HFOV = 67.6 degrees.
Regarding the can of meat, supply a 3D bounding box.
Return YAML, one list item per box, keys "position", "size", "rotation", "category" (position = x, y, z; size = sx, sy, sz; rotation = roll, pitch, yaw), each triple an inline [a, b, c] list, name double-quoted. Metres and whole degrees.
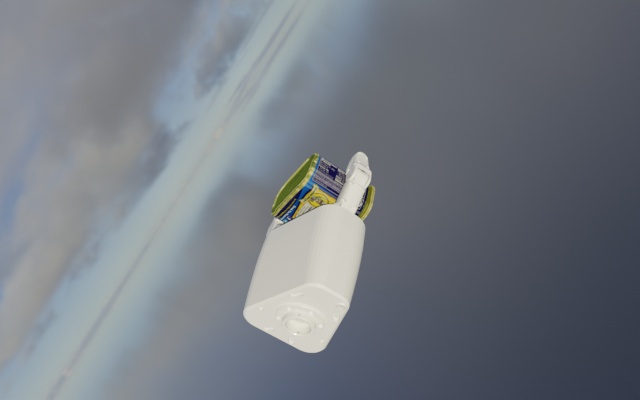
- position: [0.000, 0.002, 0.569]
  size: [0.084, 0.057, 0.102]
  rotation: [32, -46, -15]
  category: "can of meat"
